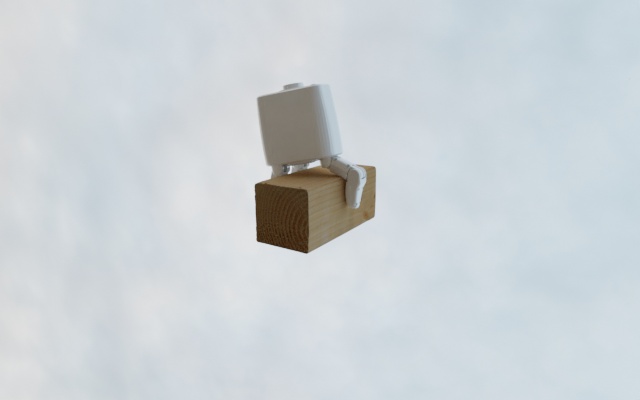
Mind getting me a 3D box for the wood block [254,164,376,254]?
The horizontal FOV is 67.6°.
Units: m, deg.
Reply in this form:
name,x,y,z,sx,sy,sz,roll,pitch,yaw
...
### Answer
name,x,y,z,sx,sy,sz,roll,pitch,yaw
wood block,0.000,0.002,0.728,0.091,0.090,0.206,9,17,31
